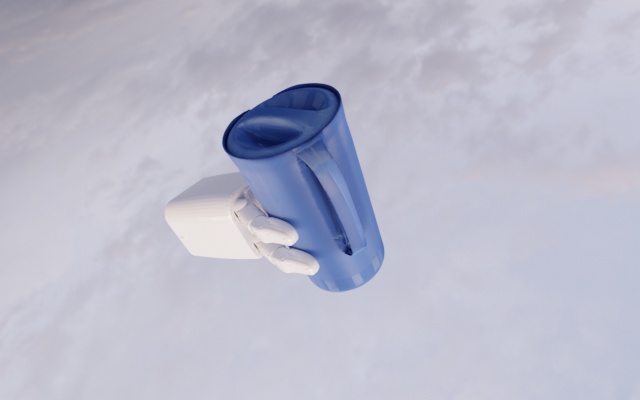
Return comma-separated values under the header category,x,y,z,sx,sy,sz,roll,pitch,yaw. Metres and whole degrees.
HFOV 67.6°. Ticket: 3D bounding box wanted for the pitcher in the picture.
category,x,y,z,sx,sy,sz,roll,pitch,yaw
pitcher,0.000,0.002,0.555,0.145,0.243,0.149,-4,42,25
